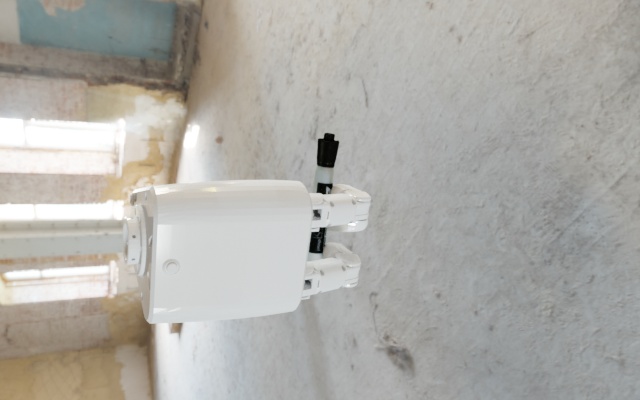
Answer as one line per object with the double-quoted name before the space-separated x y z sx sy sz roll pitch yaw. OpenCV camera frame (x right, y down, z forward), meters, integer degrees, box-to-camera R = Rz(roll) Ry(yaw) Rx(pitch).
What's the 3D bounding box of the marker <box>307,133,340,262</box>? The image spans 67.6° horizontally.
"marker" 0.000 0.001 0.420 0.020 0.121 0.020 7 14 -2
